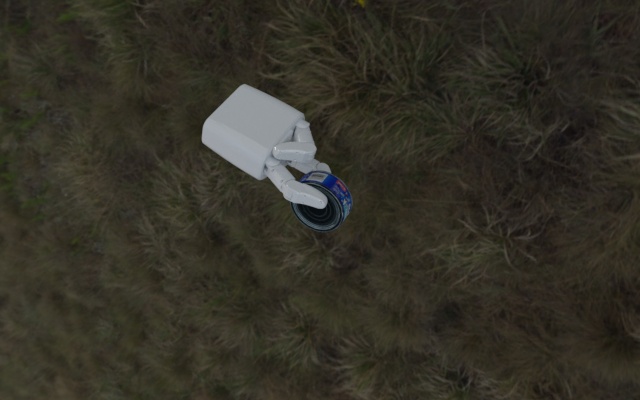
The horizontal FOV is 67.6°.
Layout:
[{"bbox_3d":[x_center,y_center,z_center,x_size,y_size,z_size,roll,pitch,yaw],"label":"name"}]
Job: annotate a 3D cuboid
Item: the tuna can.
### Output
[{"bbox_3d":[0.000,0.003,0.679,0.086,0.086,0.033,0,32,30],"label":"tuna can"}]
